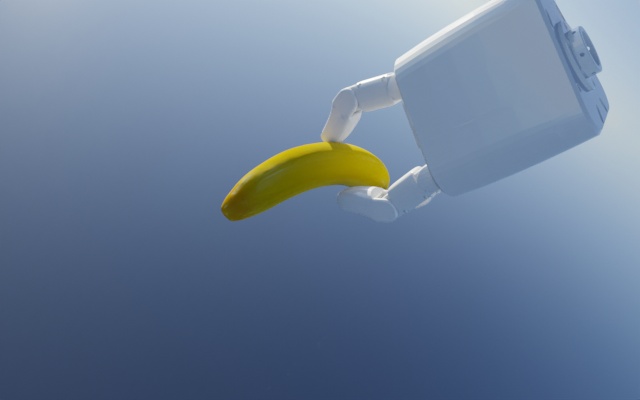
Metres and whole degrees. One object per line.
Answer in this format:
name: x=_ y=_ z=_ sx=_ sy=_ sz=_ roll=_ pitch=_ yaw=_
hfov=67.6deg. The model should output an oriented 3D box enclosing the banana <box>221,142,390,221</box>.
banana: x=0.004 y=-0.017 z=0.416 sx=0.198 sy=0.069 sz=0.037 roll=2 pitch=4 yaw=-44
